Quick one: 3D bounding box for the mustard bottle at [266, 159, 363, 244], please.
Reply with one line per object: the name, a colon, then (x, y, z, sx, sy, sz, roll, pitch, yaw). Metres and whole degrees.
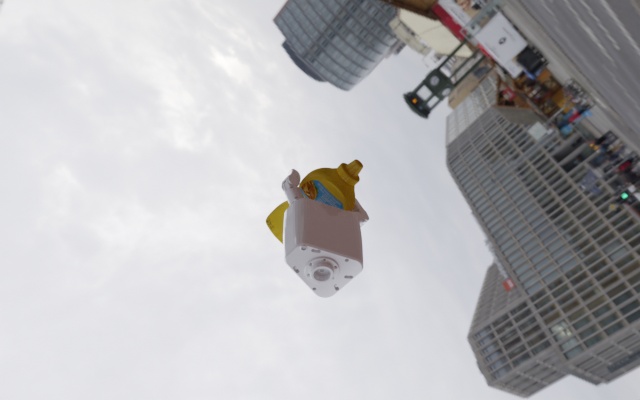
mustard bottle: (0.000, 0.003, 0.792, 0.192, 0.096, 0.058, -45, 1, 25)
